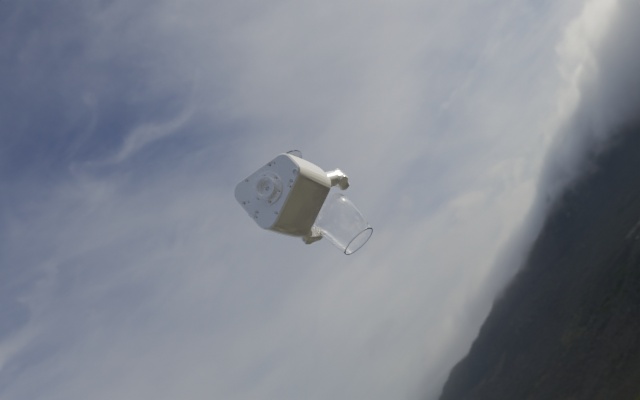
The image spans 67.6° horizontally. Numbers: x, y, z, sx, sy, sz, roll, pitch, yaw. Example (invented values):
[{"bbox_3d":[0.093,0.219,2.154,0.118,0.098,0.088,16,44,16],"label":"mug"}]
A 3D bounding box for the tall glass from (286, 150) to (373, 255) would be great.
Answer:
[{"bbox_3d":[0.000,0.002,0.826,0.201,0.079,0.079,46,22,24],"label":"tall glass"}]
